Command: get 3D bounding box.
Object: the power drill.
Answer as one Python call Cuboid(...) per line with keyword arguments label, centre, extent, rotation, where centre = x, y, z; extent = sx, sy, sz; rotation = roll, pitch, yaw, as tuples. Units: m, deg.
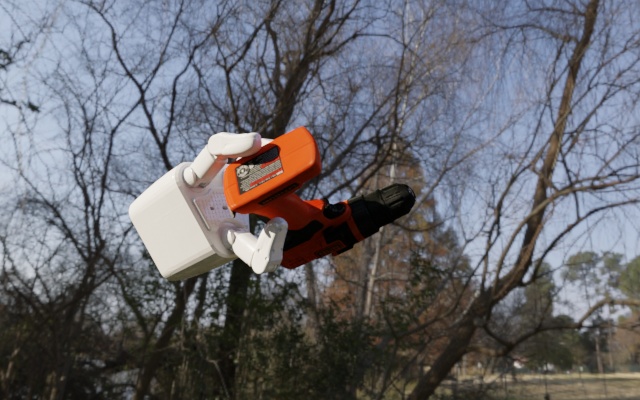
Cuboid(label="power drill", centre=(0.000, 0.002, 0.519), extent=(0.184, 0.057, 0.188), rotation=(-28, -36, 12))
